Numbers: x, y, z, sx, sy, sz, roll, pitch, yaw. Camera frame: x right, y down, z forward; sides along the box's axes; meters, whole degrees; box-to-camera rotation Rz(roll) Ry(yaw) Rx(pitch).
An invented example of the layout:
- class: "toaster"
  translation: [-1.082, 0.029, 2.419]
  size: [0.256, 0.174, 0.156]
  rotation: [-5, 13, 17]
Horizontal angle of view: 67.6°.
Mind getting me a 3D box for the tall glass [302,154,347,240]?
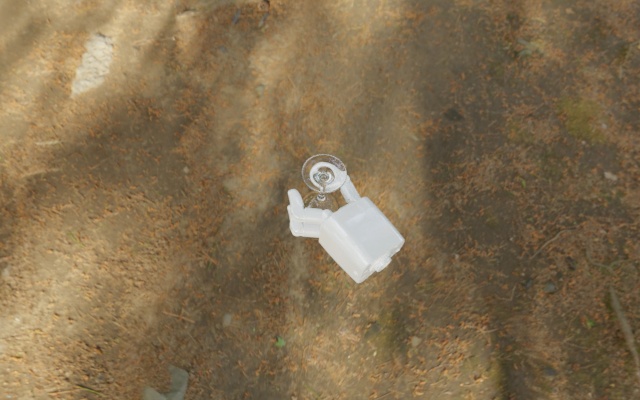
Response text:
- class: "tall glass"
  translation: [0.000, 0.002, 0.867]
  size: [0.079, 0.079, 0.201]
  rotation: [0, -28, -4]
